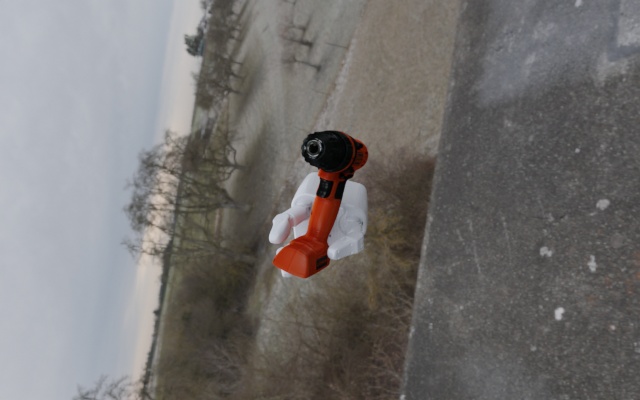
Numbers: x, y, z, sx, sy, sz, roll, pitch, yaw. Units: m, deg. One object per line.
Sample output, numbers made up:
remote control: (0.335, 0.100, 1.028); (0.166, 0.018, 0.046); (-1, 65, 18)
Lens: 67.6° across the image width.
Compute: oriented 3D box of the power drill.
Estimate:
power drill: (0.000, 0.002, 0.614); (0.057, 0.188, 0.184); (24, 10, 18)
